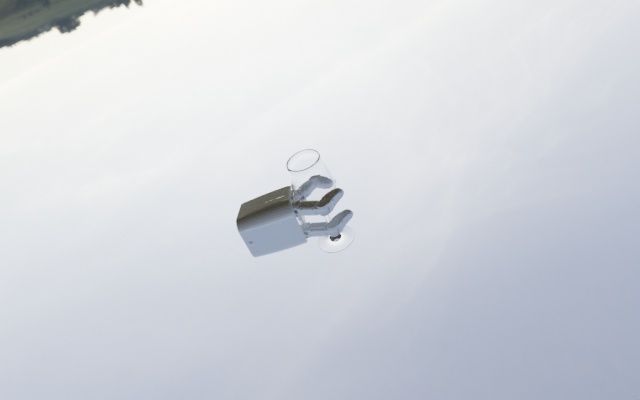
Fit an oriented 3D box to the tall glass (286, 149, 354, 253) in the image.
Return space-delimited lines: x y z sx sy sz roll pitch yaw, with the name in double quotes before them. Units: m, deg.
"tall glass" 0.000 0.003 0.883 0.079 0.201 0.079 -14 38 11
